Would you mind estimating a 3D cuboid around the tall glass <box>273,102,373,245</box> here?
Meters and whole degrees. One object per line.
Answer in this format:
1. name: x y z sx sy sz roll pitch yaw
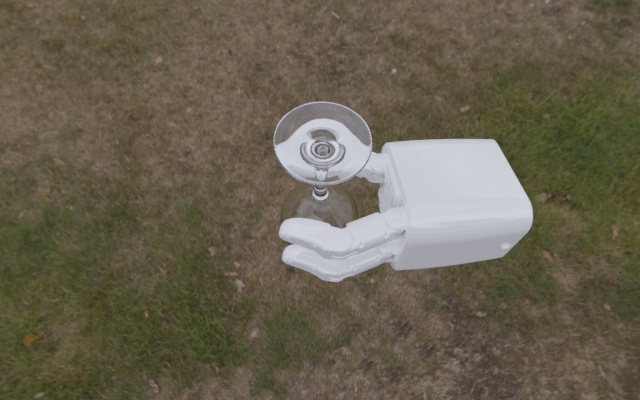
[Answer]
1. tall glass: 0.000 0.001 0.442 0.079 0.079 0.201 0 -27 -2
